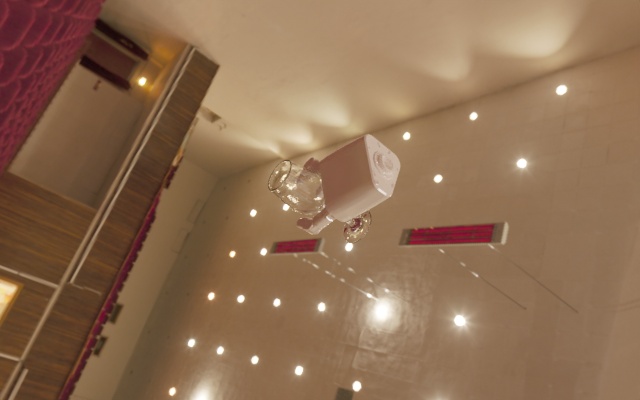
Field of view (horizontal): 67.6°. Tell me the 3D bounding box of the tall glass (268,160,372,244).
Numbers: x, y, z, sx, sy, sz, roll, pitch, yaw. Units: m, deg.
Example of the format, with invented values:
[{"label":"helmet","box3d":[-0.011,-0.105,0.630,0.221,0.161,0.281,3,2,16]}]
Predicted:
[{"label":"tall glass","box3d":[0.001,0.003,0.873,0.201,0.079,0.079,33,-18,-31]}]
